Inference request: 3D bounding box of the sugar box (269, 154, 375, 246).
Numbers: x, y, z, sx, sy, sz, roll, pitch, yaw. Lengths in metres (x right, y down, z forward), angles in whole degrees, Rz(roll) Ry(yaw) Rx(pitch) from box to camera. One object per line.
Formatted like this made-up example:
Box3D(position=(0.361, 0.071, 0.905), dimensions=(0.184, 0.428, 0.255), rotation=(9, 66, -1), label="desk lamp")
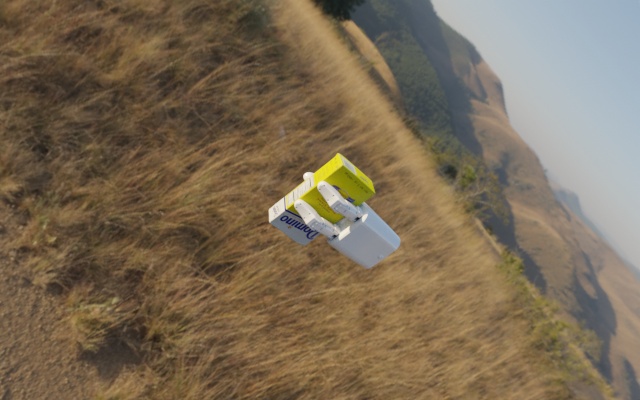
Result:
Box3D(position=(0.000, 0.003, 0.856), dimensions=(0.093, 0.176, 0.048), rotation=(38, 23, -30), label="sugar box")
